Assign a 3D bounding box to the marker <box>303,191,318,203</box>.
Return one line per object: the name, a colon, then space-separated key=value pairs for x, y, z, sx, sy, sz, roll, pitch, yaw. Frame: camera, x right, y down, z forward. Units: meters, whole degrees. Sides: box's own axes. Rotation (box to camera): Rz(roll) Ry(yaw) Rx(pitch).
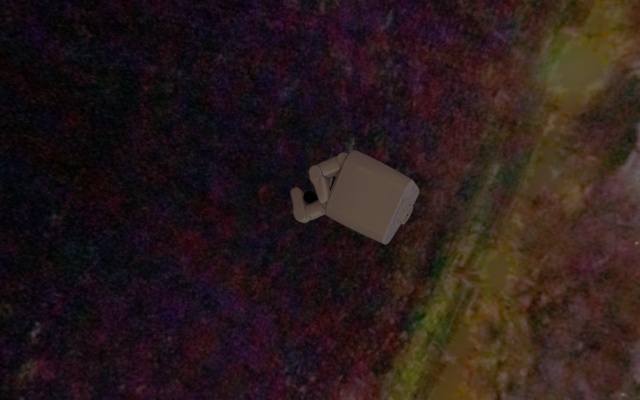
marker: x=0.000 y=0.003 z=0.808 sx=0.020 sy=0.020 sz=0.121 roll=0 pitch=-9 yaw=20
